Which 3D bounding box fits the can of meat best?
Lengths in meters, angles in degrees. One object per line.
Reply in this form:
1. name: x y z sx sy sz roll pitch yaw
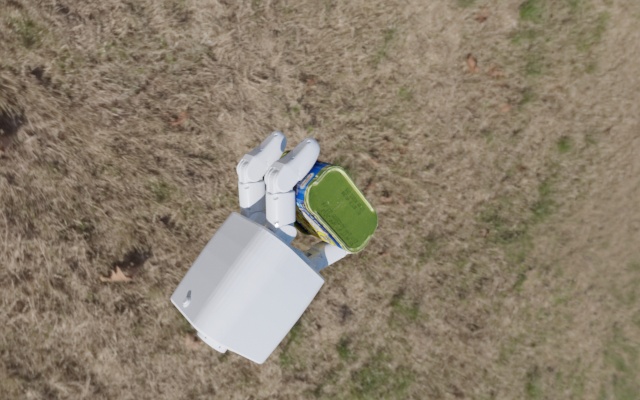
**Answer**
1. can of meat: 0.000 0.002 0.482 0.084 0.057 0.102 20 -23 53
